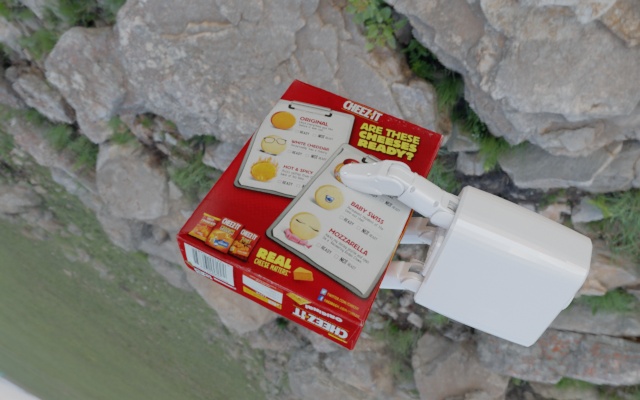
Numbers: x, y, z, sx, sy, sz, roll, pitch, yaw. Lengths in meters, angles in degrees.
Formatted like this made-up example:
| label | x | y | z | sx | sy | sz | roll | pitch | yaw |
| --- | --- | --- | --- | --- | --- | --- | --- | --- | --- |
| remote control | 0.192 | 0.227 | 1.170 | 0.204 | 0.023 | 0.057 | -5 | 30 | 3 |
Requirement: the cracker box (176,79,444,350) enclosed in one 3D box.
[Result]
| label | x | y | z | sx | sy | sz | roll | pitch | yaw |
| --- | --- | --- | --- | --- | --- | --- | --- | --- | --- |
| cracker box | 0.000 | 0.001 | 0.442 | 0.164 | 0.213 | 0.072 | 23 | -34 | 10 |
